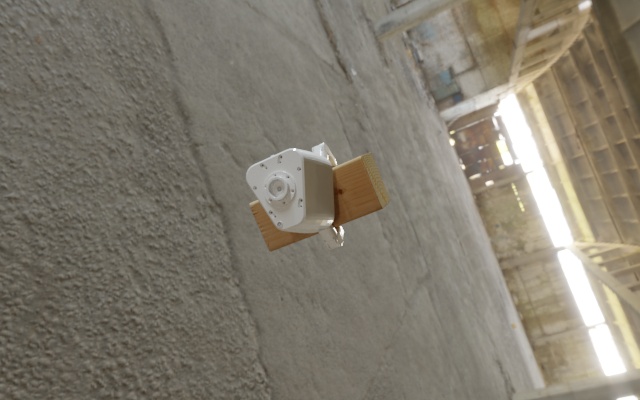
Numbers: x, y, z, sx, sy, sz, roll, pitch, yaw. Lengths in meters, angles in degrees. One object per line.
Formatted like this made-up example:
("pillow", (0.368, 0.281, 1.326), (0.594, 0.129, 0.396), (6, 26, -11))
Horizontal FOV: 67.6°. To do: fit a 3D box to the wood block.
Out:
("wood block", (0.000, 0.003, 0.801), (0.206, 0.091, 0.090), (-22, 3, 19))
